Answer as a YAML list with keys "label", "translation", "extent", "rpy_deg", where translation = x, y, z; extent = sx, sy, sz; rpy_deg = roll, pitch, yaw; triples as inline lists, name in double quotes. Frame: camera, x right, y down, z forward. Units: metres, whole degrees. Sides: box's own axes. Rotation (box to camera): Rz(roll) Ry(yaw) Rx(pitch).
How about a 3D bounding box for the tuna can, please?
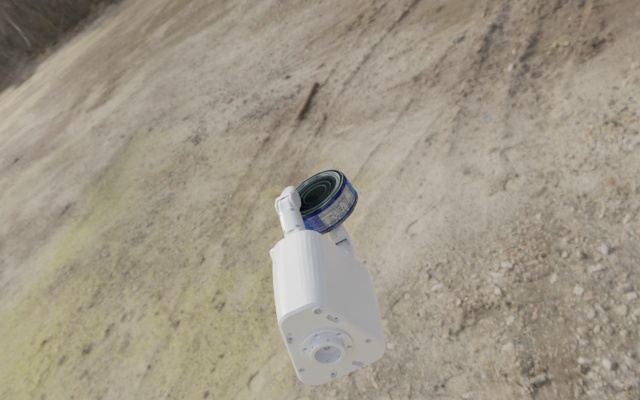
- label: "tuna can"
  translation: [0.000, 0.001, 0.574]
  extent: [0.086, 0.034, 0.086]
  rpy_deg: [-28, 29, 17]
